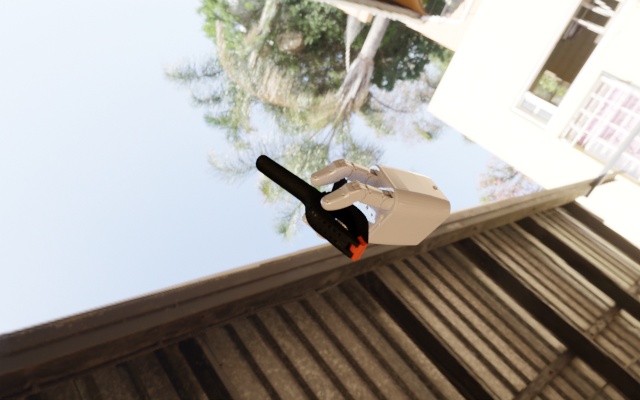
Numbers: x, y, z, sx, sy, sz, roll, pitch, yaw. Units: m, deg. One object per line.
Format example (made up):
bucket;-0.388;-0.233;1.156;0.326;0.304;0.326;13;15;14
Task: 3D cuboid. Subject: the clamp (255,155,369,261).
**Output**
clamp;0.000;0.003;0.680;0.164;0.036;0.209;9;33;-28
